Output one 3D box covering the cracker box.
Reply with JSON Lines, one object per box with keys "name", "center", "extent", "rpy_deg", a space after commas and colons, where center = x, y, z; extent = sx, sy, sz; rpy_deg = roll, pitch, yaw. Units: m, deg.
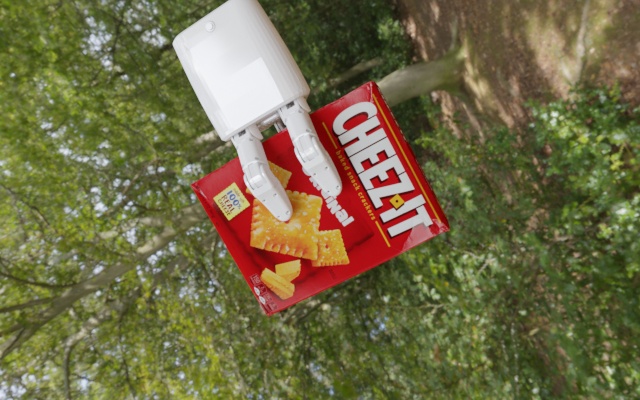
{"name": "cracker box", "center": [0.000, 0.002, 0.497], "extent": [0.214, 0.164, 0.072], "rpy_deg": [-28, 4, 14]}
